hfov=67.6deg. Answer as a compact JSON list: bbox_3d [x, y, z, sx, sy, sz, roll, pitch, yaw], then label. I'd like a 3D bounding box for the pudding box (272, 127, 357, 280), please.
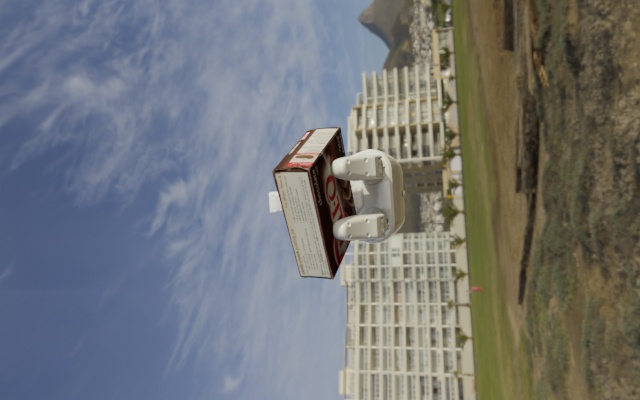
[{"bbox_3d":[0.000,0.001,0.438,0.039,0.113,0.090,-3,29,21],"label":"pudding box"}]
